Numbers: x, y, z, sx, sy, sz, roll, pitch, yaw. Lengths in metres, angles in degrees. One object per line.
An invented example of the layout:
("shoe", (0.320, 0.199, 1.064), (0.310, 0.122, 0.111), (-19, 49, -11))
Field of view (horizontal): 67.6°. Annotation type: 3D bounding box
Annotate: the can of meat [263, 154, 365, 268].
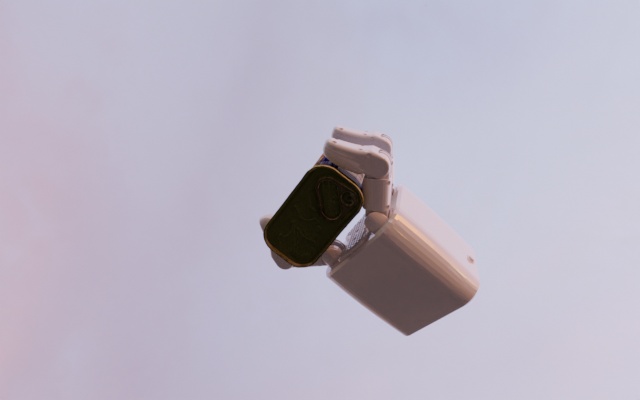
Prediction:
("can of meat", (0.000, 0.001, 0.460), (0.057, 0.102, 0.084), (37, 25, -4))
